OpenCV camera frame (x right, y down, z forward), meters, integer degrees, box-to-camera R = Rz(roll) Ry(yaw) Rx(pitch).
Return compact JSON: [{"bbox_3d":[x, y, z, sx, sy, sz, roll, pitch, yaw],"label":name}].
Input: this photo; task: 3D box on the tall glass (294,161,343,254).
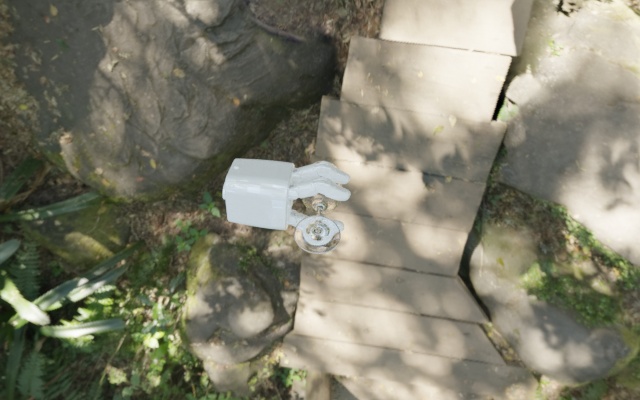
[{"bbox_3d":[0.000,0.003,0.836,0.079,0.079,0.201,0,32,4],"label":"tall glass"}]
